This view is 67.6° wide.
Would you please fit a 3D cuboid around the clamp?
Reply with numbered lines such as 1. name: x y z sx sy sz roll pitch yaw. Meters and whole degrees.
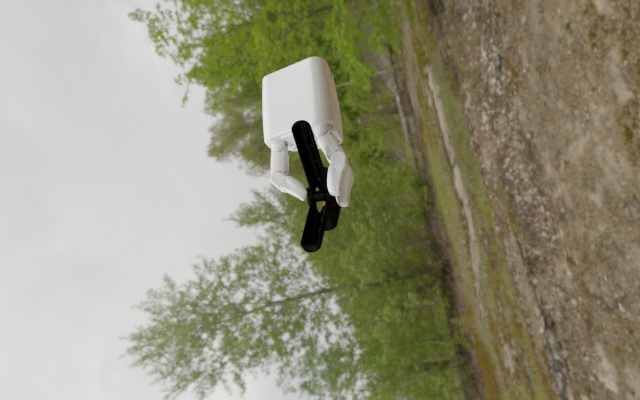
1. clamp: -0.001 0.002 0.666 0.036 0.164 0.210 -6 -16 11
